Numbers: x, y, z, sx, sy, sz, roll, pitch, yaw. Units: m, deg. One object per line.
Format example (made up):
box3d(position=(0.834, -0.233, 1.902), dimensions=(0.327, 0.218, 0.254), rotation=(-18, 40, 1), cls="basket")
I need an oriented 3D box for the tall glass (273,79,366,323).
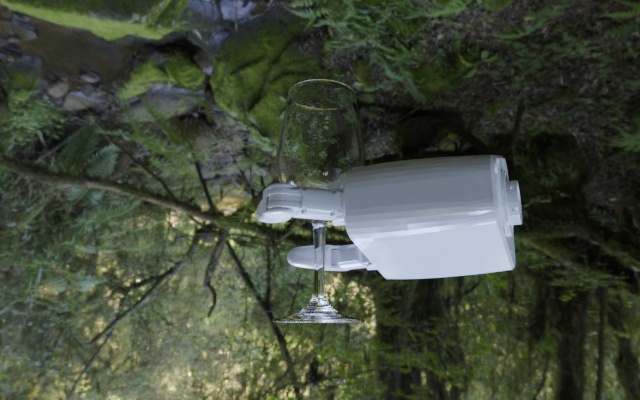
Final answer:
box3d(position=(0.000, 0.002, 0.409), dimensions=(0.079, 0.201, 0.079), rotation=(0, -14, 0), cls="tall glass")
